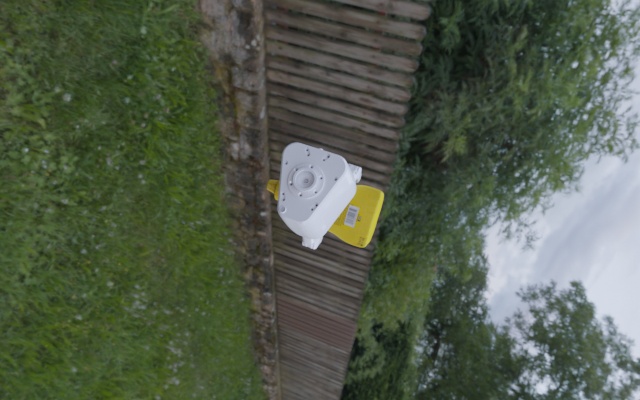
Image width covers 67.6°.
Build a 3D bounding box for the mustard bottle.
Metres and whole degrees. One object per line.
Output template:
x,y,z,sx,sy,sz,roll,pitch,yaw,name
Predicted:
0.000,0.003,0.784,0.191,0.096,0.058,18,14,13,mustard bottle
